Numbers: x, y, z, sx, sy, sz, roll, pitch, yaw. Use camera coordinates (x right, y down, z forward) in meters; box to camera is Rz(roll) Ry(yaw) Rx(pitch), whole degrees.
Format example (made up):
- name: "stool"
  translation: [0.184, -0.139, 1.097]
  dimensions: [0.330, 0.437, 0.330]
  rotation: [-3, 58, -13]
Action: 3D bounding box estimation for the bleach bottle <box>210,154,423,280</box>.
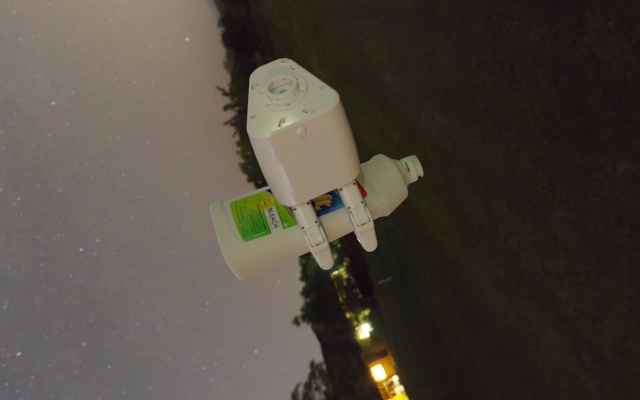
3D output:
- name: "bleach bottle"
  translation: [0.000, 0.002, 0.576]
  dimensions: [0.251, 0.102, 0.068]
  rotation: [-24, -38, -2]
